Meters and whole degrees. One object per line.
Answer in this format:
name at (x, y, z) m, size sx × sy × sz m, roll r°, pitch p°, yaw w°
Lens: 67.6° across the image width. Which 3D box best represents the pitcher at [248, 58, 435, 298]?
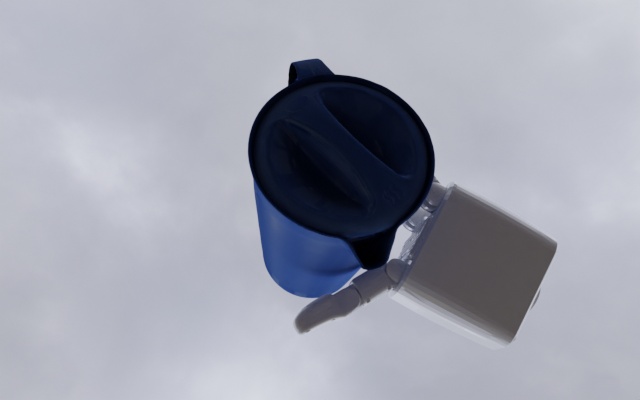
pitcher at (0.000, 0.002, 0.442) m, size 0.145 × 0.149 × 0.243 m, roll 28°, pitch -25°, yaw 5°
